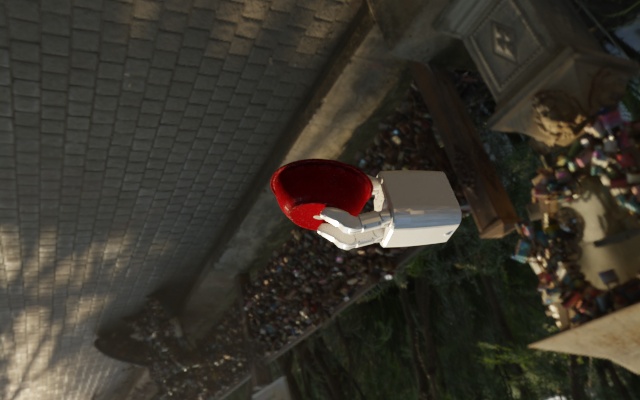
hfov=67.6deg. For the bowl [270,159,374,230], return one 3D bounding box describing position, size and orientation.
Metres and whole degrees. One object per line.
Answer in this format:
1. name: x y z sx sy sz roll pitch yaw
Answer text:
1. bowl: -0.001 0.003 0.735 0.162 0.055 0.162 4 -29 2
